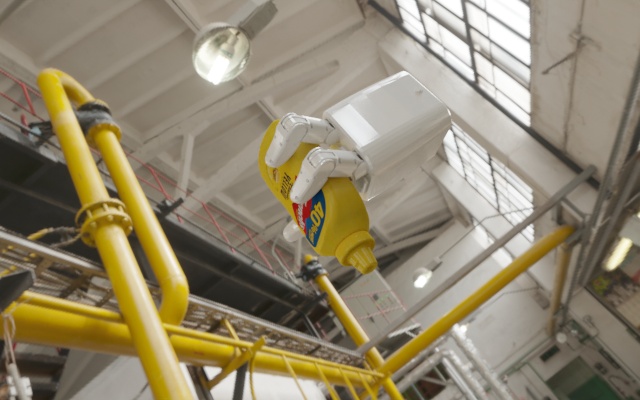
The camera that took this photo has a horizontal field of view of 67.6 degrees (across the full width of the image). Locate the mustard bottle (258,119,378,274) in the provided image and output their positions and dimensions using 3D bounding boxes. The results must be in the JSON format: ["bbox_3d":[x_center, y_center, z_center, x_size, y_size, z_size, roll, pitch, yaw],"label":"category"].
[{"bbox_3d":[0.000,0.002,0.513,0.058,0.096,0.191,-16,52,-31],"label":"mustard bottle"}]
